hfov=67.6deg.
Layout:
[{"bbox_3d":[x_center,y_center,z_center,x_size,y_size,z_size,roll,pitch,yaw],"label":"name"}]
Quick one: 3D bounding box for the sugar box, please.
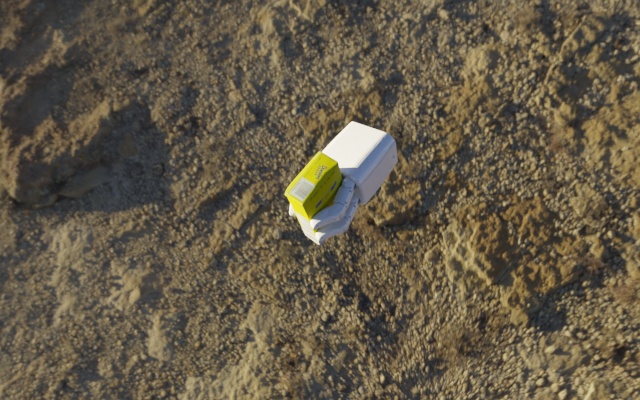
[{"bbox_3d":[0.001,0.003,0.818,0.048,0.093,0.176,33,-16,25],"label":"sugar box"}]
